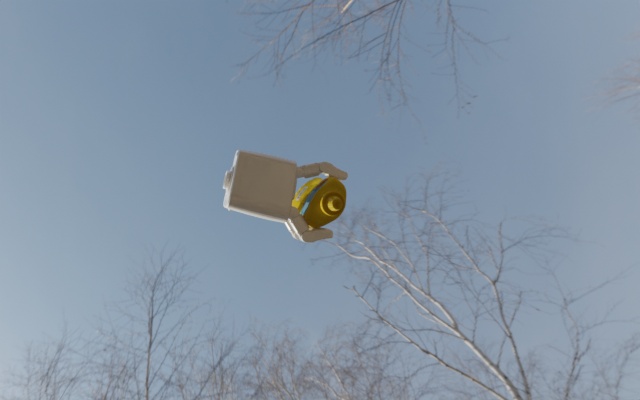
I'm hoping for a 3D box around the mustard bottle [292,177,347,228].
[{"bbox_3d":[0.000,0.003,0.857,0.058,0.096,0.191,38,-9,-14],"label":"mustard bottle"}]
